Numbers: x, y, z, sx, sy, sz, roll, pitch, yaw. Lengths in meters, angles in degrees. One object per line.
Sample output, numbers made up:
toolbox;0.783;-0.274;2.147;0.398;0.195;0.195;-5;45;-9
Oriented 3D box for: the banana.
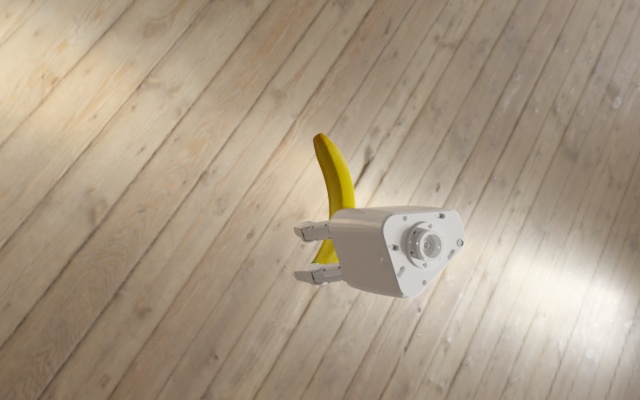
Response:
banana;0.017;0.007;0.657;0.069;0.198;0.037;7;-4;-24
